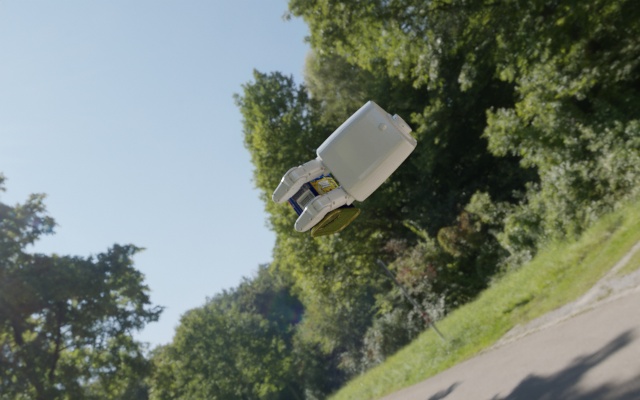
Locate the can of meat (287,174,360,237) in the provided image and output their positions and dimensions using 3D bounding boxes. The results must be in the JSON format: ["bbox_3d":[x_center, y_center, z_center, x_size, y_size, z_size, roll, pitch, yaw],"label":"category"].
[{"bbox_3d":[0.000,0.002,0.709,0.057,0.084,0.102,-45,-18,22],"label":"can of meat"}]
